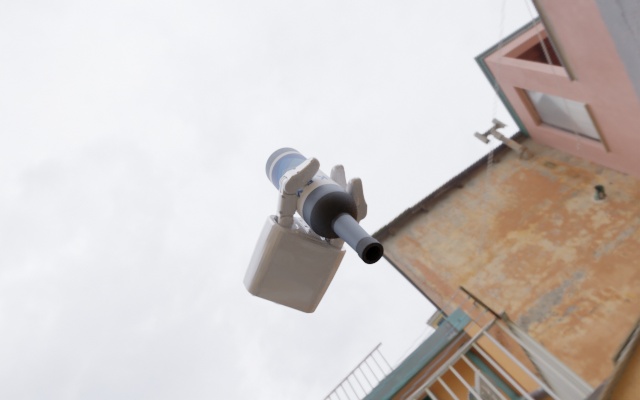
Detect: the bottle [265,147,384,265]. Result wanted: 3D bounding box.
[{"bbox_3d":[0.000,0.002,0.640,0.069,0.069,0.295,0,22,-25],"label":"bottle"}]
